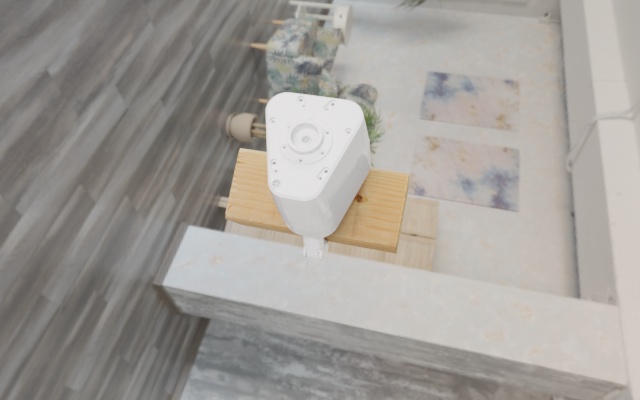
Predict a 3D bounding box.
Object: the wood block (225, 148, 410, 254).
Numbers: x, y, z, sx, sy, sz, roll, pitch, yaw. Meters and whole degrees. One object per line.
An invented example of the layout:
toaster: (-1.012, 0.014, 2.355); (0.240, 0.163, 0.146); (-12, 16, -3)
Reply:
wood block: (0.000, 0.002, 0.596); (0.206, 0.091, 0.090); (10, -8, 11)
